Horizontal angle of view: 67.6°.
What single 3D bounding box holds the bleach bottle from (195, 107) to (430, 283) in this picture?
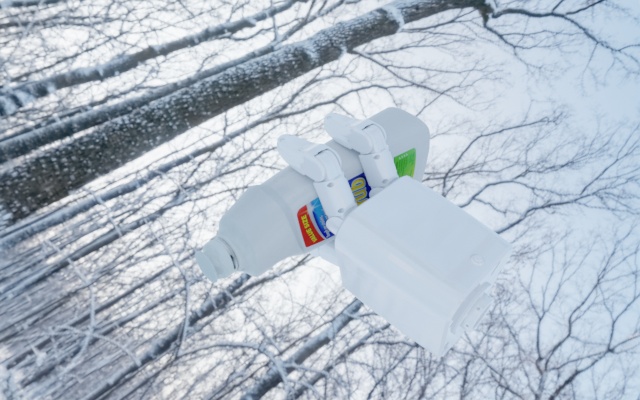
[{"bbox_3d":[0.000,0.001,0.438,0.068,0.103,0.250,35,50,30],"label":"bleach bottle"}]
